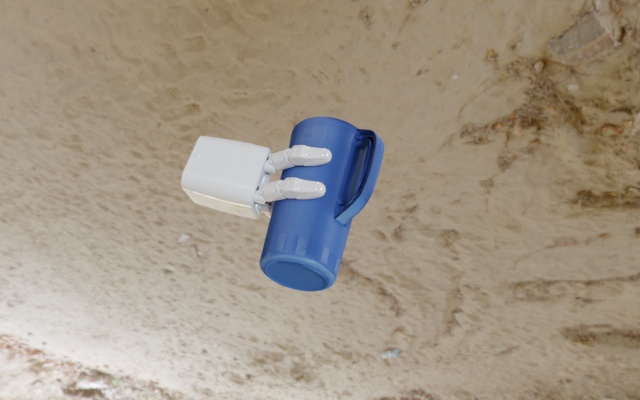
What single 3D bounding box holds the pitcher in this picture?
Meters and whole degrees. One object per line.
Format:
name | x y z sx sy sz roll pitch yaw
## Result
pitcher | 0.000 0.002 0.702 0.145 0.242 0.149 13 -32 2
